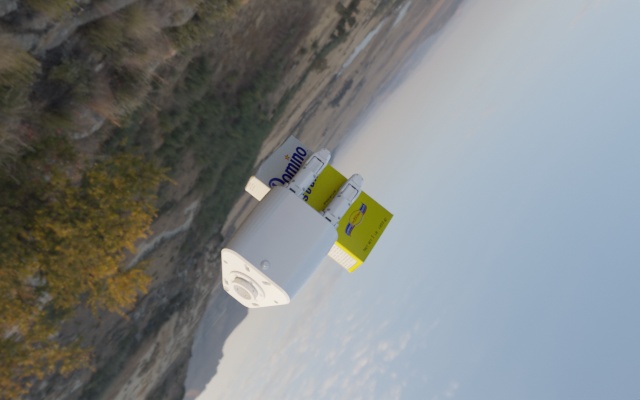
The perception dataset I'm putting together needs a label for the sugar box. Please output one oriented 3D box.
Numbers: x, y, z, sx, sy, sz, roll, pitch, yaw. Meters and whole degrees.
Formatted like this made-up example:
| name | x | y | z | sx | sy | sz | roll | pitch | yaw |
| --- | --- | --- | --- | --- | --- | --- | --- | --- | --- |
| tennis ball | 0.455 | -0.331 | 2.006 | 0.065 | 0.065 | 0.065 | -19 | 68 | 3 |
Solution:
| name | x | y | z | sx | sy | sz | roll | pitch | yaw |
| --- | --- | --- | --- | --- | --- | --- | --- | --- | --- |
| sugar box | 0.000 | 0.002 | 0.623 | 0.176 | 0.093 | 0.048 | 39 | -35 | -2 |
